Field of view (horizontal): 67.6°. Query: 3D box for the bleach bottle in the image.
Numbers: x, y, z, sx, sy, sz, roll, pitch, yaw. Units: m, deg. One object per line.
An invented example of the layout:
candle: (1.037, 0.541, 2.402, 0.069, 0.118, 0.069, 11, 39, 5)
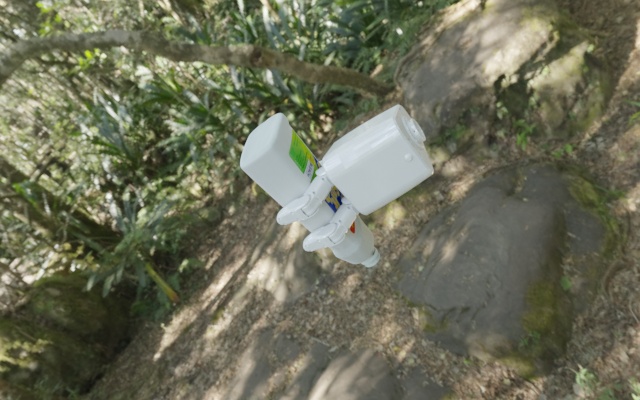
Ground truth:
bleach bottle: (0.000, 0.002, 0.662, 0.068, 0.251, 0.102, -31, 29, 24)
